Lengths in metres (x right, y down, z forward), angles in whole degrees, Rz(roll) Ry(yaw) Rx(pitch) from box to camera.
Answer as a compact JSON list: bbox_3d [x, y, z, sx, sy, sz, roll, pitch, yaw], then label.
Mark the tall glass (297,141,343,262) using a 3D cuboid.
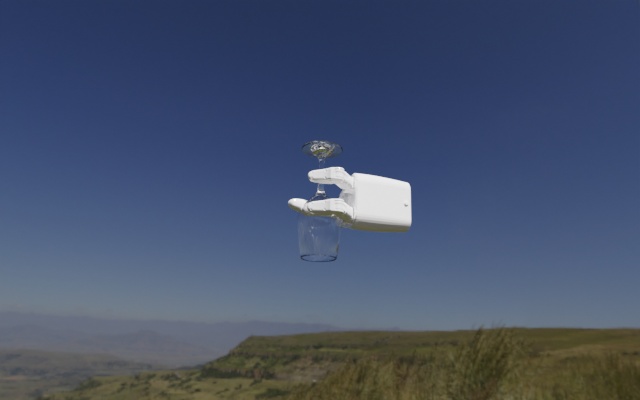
[{"bbox_3d":[0.000,0.002,0.830,0.079,0.201,0.079,2,-17,1],"label":"tall glass"}]
